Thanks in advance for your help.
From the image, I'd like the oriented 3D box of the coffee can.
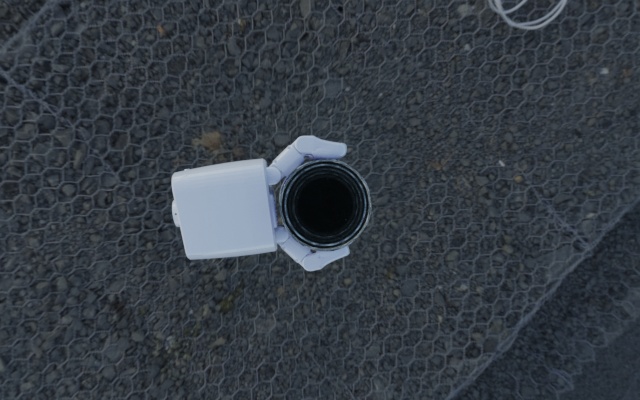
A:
[{"bbox_3d":[0.000,0.002,0.591,0.103,0.103,0.140,0,3,-5],"label":"coffee can"}]
